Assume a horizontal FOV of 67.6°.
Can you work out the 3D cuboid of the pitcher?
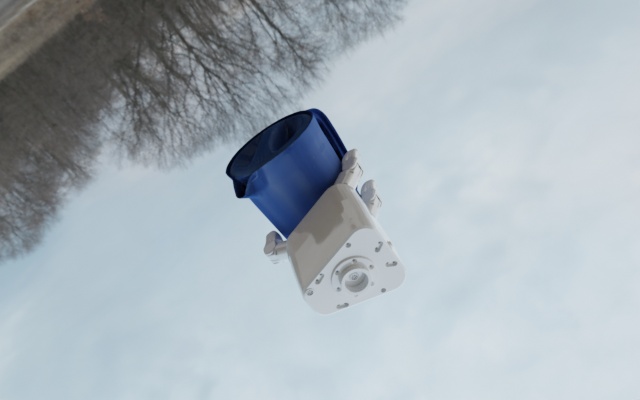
[{"bbox_3d":[0.000,0.002,0.656,0.149,0.243,0.145,-34,26,4],"label":"pitcher"}]
